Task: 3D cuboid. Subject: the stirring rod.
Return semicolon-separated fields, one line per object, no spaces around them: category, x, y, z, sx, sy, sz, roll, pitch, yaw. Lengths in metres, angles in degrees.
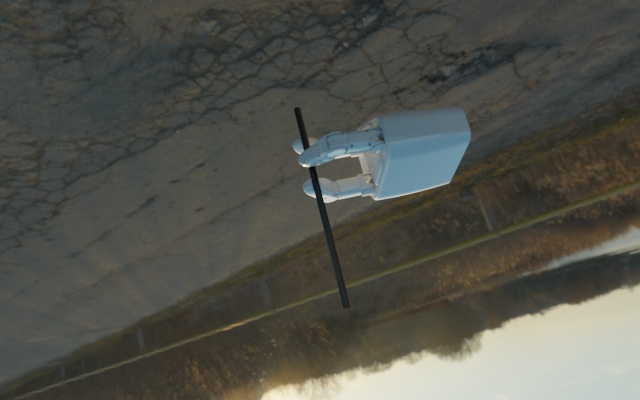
stirring rod;0.000;0.002;0.540;0.011;0.239;0.011;-13;-16;-4
